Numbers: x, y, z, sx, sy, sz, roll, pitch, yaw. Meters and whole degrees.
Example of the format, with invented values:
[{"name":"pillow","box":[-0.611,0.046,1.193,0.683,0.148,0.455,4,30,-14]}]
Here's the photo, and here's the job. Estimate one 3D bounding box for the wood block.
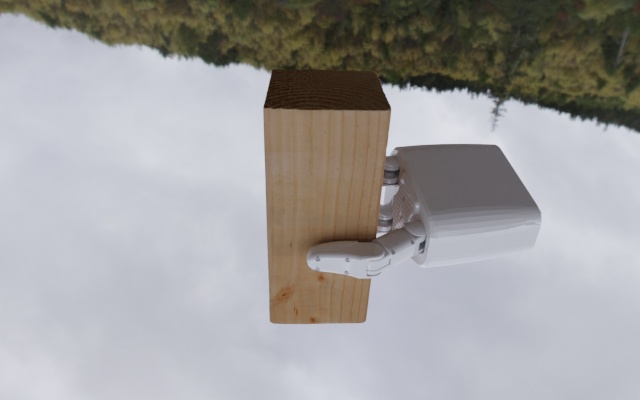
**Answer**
[{"name":"wood block","box":[0.000,0.002,0.415,0.090,0.206,0.090,1,32,-3]}]
